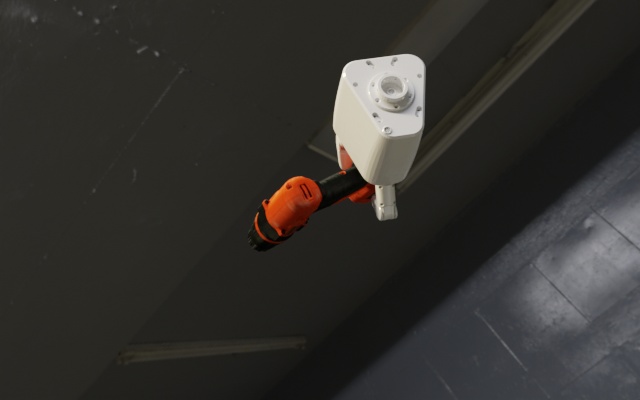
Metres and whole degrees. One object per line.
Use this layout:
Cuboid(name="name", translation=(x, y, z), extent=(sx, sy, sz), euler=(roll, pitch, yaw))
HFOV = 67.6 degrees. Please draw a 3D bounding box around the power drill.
Cuboid(name="power drill", translation=(0.001, 0.002, 0.639), extent=(0.187, 0.057, 0.184), euler=(-26, -8, -32))
